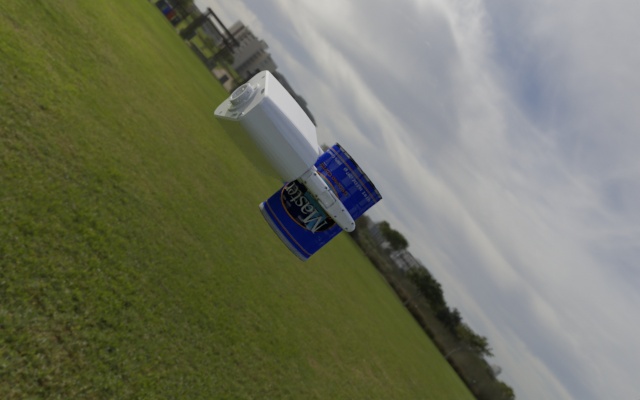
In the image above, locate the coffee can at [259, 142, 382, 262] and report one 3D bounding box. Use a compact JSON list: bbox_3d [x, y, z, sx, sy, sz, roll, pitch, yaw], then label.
[{"bbox_3d":[0.000,0.002,0.668,0.140,0.103,0.103,-39,-2,2],"label":"coffee can"}]
